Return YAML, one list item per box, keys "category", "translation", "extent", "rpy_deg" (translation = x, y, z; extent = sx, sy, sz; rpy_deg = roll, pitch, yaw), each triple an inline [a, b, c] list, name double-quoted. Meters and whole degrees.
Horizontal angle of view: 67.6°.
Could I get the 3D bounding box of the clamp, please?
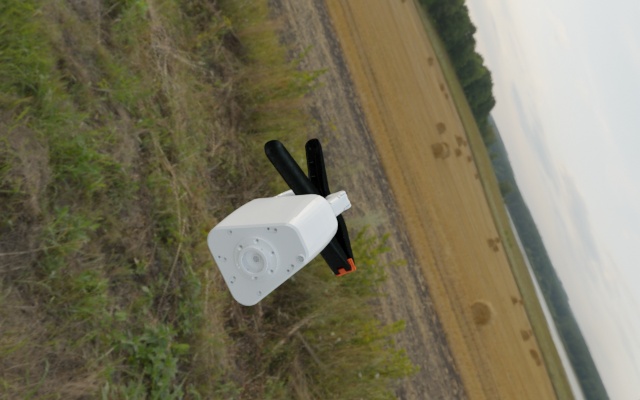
- category: "clamp"
  translation: [0.001, 0.002, 0.677]
  extent: [0.036, 0.210, 0.164]
  rpy_deg: [-22, 7, 22]
